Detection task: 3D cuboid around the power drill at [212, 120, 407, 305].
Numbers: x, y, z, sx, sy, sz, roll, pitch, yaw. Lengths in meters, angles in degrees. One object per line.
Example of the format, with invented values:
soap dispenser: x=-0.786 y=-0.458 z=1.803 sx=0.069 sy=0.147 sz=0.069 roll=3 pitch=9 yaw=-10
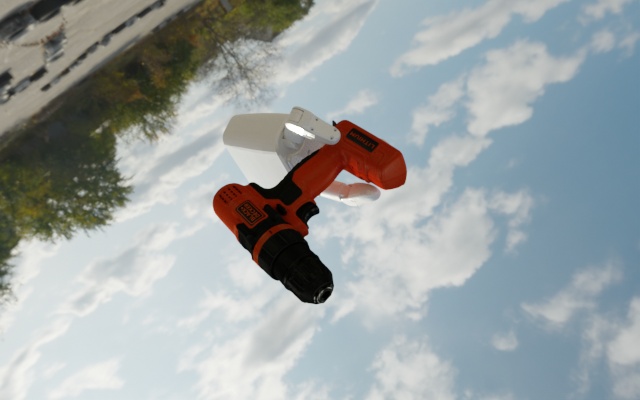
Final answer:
power drill: x=0.000 y=0.001 z=0.504 sx=0.187 sy=0.057 sz=0.184 roll=-36 pitch=51 yaw=-19
